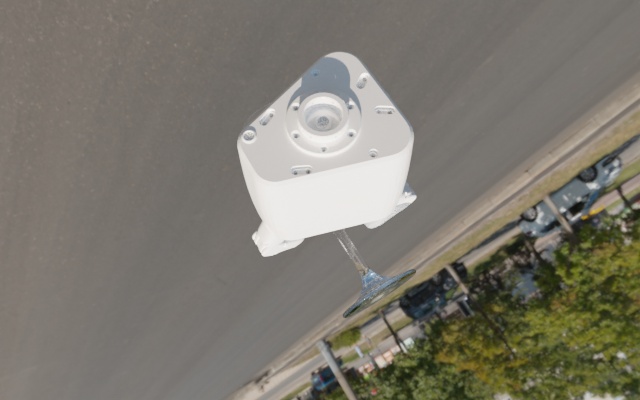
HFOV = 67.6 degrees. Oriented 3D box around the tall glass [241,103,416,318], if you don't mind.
[{"bbox_3d":[0.000,0.002,0.440,0.079,0.201,0.079,-29,-19,-11],"label":"tall glass"}]
